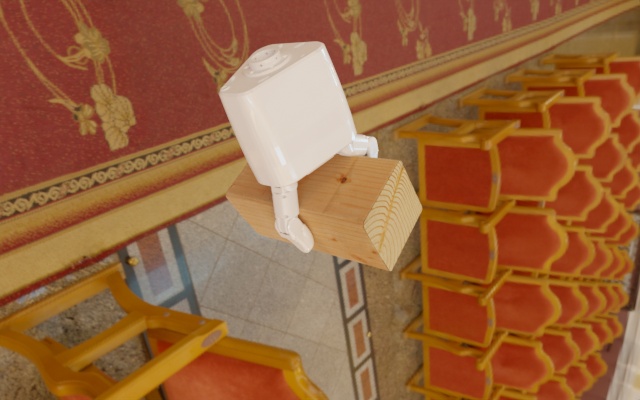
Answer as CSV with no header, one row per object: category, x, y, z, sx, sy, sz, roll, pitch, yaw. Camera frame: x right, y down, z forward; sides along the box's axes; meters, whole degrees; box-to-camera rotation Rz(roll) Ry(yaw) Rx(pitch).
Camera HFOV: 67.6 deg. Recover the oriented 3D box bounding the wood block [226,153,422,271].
wood block,0.000,0.002,0.570,0.206,0.090,0.090,11,-32,38
